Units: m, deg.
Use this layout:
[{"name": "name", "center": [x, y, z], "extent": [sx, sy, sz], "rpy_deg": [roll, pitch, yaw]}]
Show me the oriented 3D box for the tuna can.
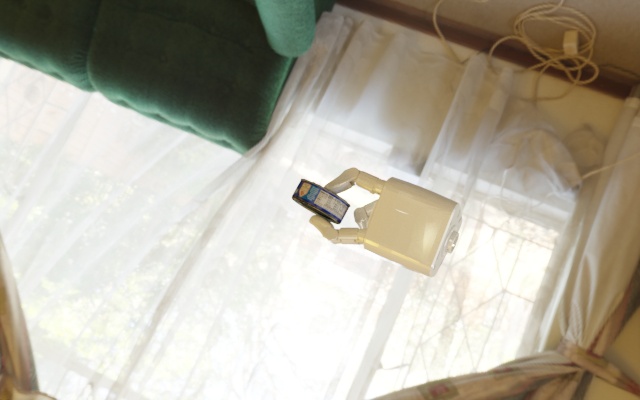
[{"name": "tuna can", "center": [0.000, 0.003, 0.716], "extent": [0.086, 0.033, 0.086], "rpy_deg": [28, -7, 4]}]
